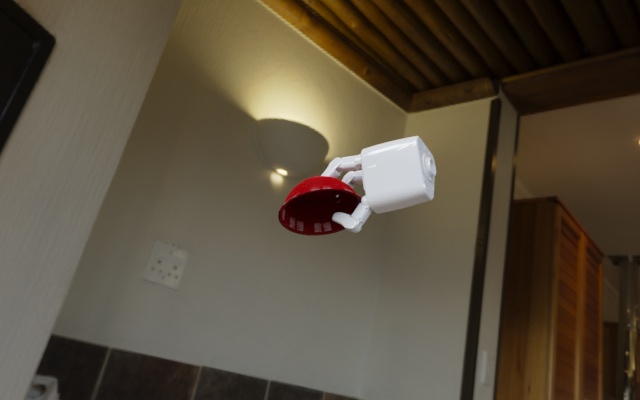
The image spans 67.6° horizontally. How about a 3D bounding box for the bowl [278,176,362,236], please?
[{"bbox_3d":[-0.001,0.003,0.887,0.162,0.055,0.162,-6,-33,-4],"label":"bowl"}]
